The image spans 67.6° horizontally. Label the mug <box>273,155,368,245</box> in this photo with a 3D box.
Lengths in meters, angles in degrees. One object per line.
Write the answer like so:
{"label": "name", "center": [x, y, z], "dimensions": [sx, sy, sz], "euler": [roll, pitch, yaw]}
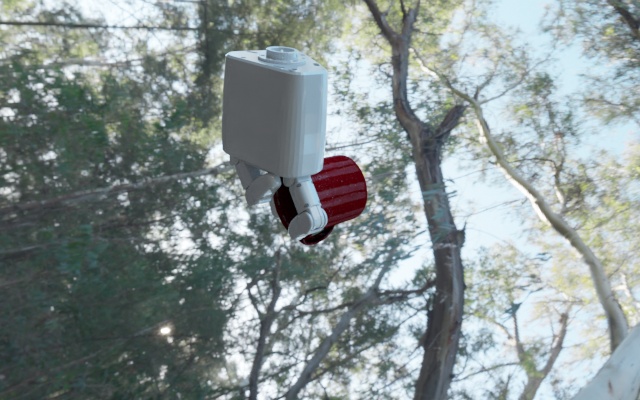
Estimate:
{"label": "mug", "center": [0.000, 0.003, 0.573], "dimensions": [0.081, 0.117, 0.093], "euler": [-15, 34, -33]}
